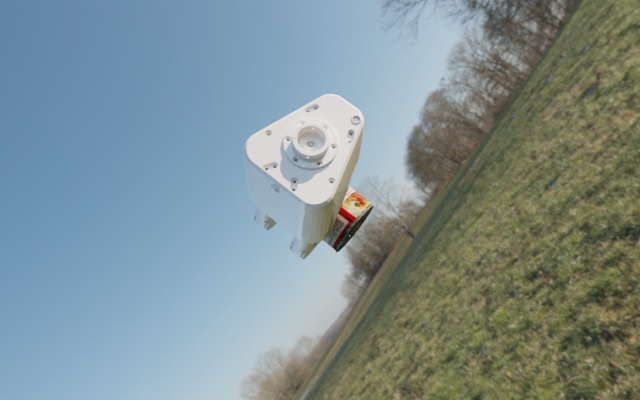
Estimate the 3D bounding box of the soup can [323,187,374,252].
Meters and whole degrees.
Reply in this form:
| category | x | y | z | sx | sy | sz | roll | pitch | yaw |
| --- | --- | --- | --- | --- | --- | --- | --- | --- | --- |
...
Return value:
| category | x | y | z | sx | sy | sz | roll | pitch | yaw |
| --- | --- | --- | --- | --- | --- | --- | --- | --- | --- |
| soup can | 0.000 | 0.002 | 0.547 | 0.102 | 0.068 | 0.068 | 38 | 8 | 10 |
